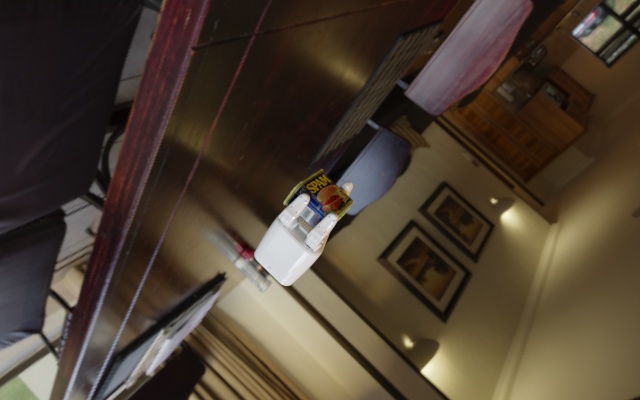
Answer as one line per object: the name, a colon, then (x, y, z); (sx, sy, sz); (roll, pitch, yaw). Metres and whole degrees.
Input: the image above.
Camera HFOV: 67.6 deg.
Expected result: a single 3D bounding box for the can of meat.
can of meat: (0.000, 0.003, 0.819); (0.057, 0.084, 0.102); (-51, -8, 33)
